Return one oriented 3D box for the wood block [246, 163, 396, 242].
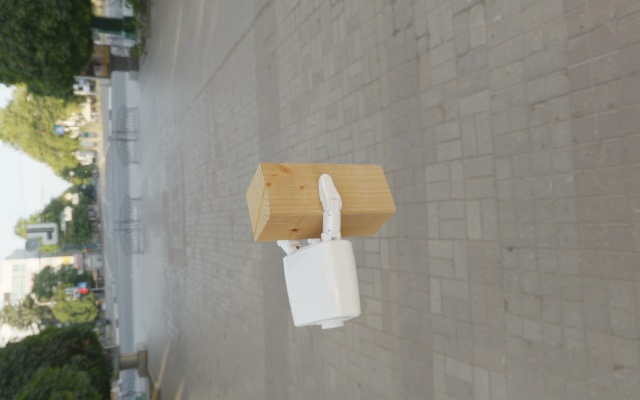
[{"bbox_3d":[0.000,0.003,0.749,0.206,0.090,0.091,-1,-30,-25],"label":"wood block"}]
